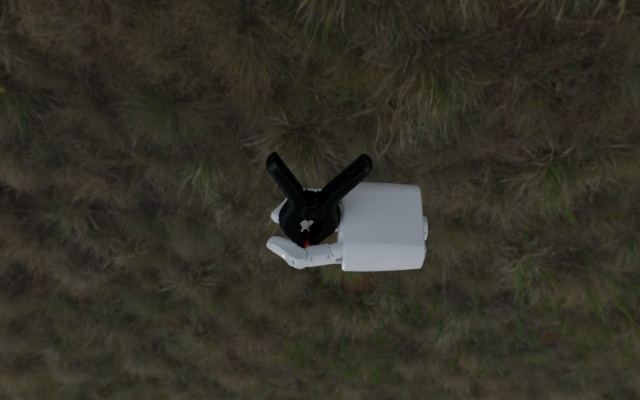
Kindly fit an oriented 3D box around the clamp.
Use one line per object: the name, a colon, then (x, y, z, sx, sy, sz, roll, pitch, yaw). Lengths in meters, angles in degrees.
clamp: (0.000, 0.002, 0.586, 0.120, 0.039, 0.172, -1, -38, 0)
